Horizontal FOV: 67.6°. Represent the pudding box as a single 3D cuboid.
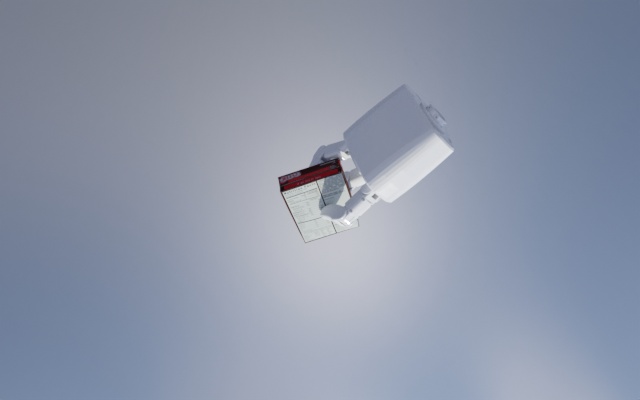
[{"bbox_3d":[0.000,0.002,0.678,0.090,0.114,0.039,-17,40,5],"label":"pudding box"}]
